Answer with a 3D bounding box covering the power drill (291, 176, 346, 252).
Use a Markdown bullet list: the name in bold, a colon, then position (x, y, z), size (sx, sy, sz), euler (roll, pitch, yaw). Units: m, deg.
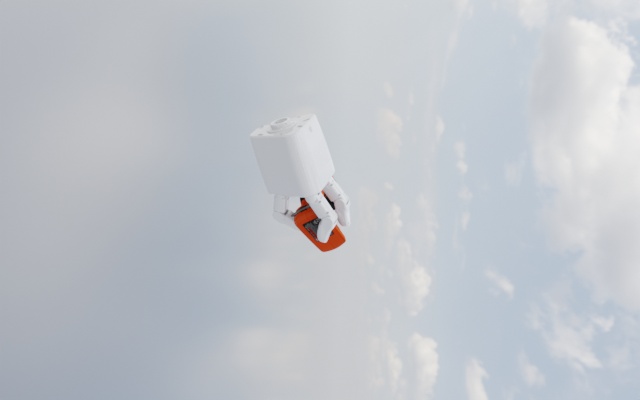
- **power drill**: position (0.000, 0.003, 0.889), size (0.057, 0.187, 0.184), euler (-29, -52, 17)
